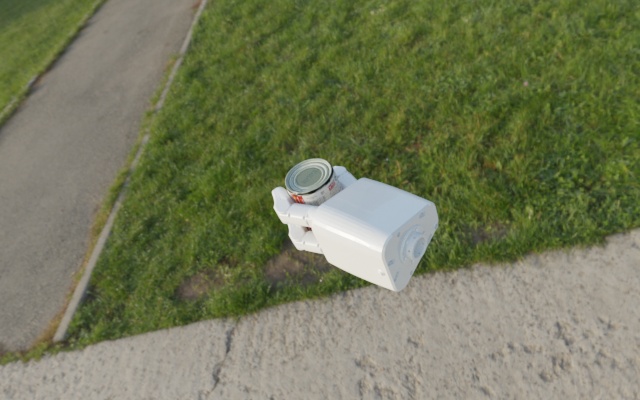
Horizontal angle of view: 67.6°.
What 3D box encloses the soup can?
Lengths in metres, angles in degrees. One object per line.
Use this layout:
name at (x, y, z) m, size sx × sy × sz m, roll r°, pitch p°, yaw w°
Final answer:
soup can at (0.000, 0.002, 0.647) m, size 0.068 × 0.068 × 0.102 m, roll 0°, pitch -43°, yaw 26°
